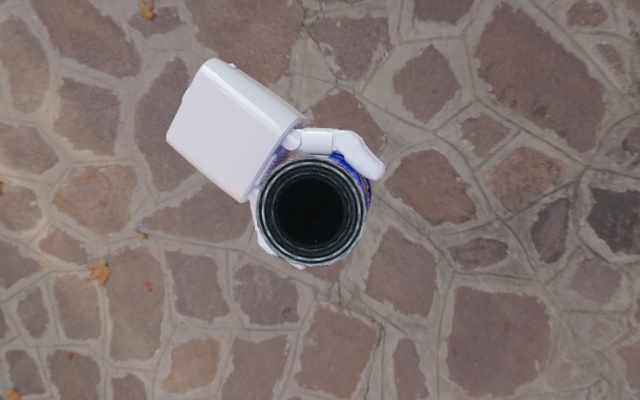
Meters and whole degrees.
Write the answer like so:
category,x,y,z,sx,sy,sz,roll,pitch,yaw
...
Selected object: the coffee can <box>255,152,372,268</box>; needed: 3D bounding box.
category,x,y,z,sx,sy,sz,roll,pitch,yaw
coffee can,0.000,0.002,0.498,0.103,0.103,0.140,0,8,8
